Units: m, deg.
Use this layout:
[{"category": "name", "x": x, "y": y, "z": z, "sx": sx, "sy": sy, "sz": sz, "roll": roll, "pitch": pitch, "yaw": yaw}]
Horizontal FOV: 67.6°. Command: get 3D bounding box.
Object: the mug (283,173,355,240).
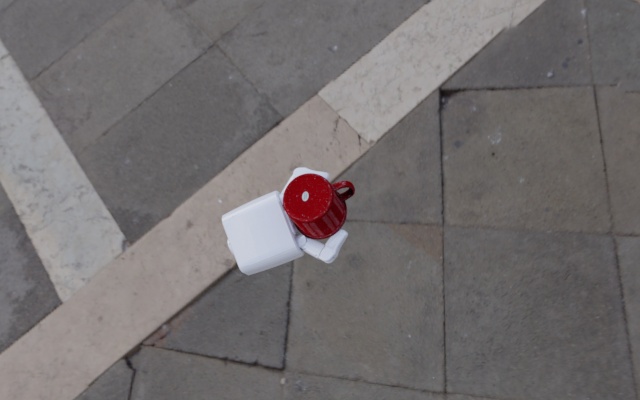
[{"category": "mug", "x": 0.001, "y": 0.002, "z": 0.757, "sx": 0.117, "sy": 0.093, "sz": 0.081, "roll": -24, "pitch": -23, "yaw": 6}]
